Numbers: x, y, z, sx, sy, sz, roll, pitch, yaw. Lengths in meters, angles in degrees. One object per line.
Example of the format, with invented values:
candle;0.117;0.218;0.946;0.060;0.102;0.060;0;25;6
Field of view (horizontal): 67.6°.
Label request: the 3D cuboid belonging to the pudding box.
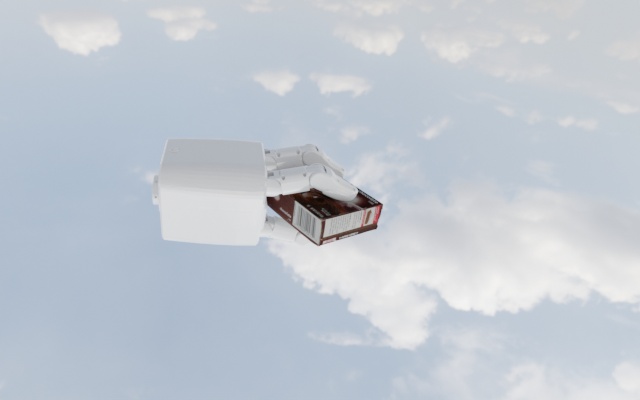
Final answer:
pudding box;0.000;0.002;0.548;0.090;0.039;0.113;-14;37;-36
